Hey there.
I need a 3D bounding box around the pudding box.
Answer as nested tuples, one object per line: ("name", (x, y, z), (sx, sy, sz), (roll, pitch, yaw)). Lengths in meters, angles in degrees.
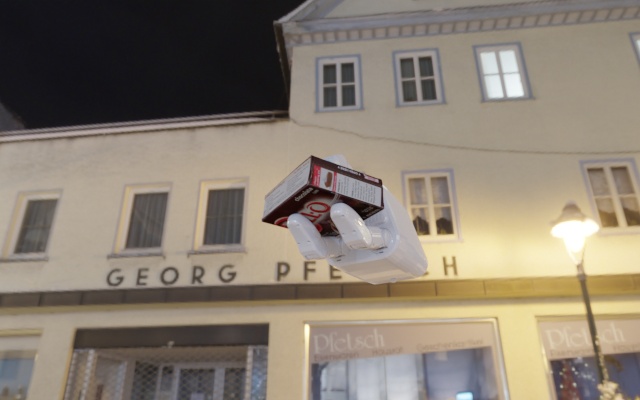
("pudding box", (0.000, 0.002, 0.513), (0.090, 0.039, 0.113), (16, -31, -25))
